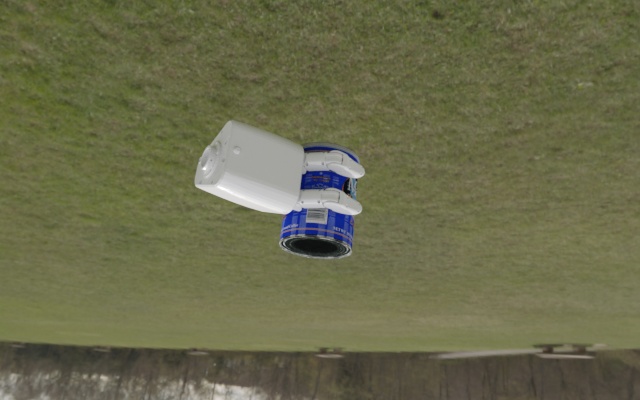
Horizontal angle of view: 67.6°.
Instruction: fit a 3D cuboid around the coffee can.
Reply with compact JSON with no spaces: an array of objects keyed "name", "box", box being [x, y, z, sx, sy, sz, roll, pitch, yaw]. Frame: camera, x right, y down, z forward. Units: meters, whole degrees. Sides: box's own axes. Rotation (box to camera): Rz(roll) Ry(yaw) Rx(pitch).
[{"name":"coffee can","box":[0.000,0.002,0.685,0.103,0.140,0.103,5,-22,2]}]
